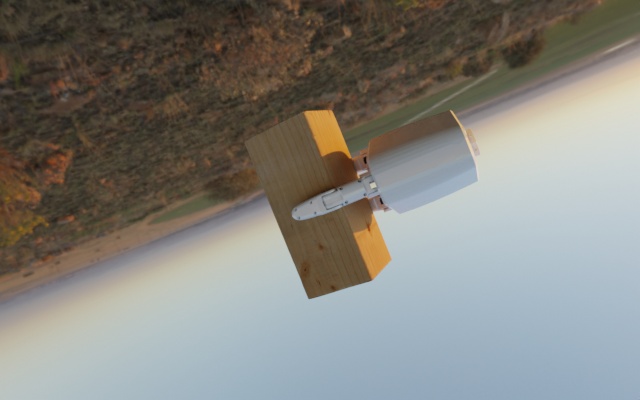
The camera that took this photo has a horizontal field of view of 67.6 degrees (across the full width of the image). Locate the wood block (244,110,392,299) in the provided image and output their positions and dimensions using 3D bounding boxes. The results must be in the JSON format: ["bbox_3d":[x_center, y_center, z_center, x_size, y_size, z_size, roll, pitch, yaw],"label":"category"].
[{"bbox_3d":[0.000,0.002,0.591,0.090,0.206,0.091,-22,1,26],"label":"wood block"}]
